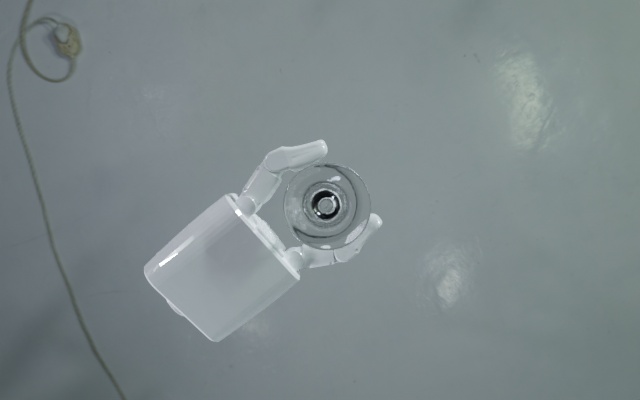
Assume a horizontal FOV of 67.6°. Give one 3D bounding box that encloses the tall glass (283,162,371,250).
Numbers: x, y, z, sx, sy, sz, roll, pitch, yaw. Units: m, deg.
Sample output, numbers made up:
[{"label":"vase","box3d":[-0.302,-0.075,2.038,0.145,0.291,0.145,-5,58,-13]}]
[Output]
[{"label":"tall glass","box3d":[0.000,0.002,0.497,0.079,0.079,0.201,0,2,-3]}]
